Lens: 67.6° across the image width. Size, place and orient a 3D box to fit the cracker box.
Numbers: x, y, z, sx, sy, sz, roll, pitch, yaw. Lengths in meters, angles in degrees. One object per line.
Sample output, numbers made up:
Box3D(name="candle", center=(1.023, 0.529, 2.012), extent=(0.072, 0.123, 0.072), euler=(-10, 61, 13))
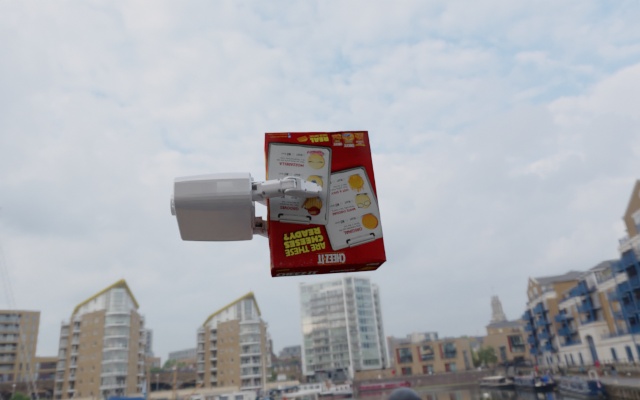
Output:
Box3D(name="cracker box", center=(0.000, 0.002, 0.724), extent=(0.164, 0.213, 0.072), euler=(-2, -21, -8))
